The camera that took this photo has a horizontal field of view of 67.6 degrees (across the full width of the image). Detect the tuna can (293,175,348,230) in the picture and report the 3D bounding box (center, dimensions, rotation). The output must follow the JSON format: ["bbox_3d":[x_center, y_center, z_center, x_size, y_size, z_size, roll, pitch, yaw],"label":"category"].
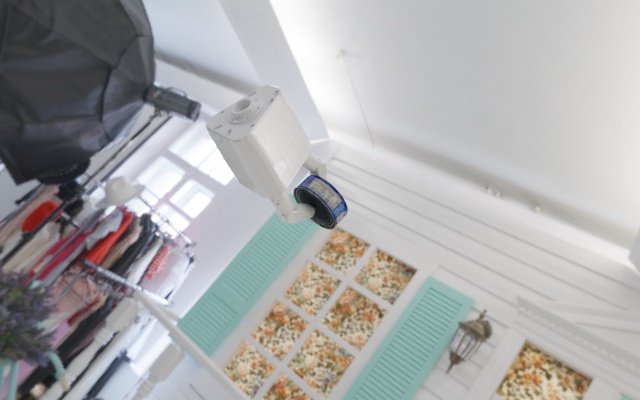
[{"bbox_3d":[0.001,0.002,0.732,0.033,0.086,0.086,-45,20,-22],"label":"tuna can"}]
